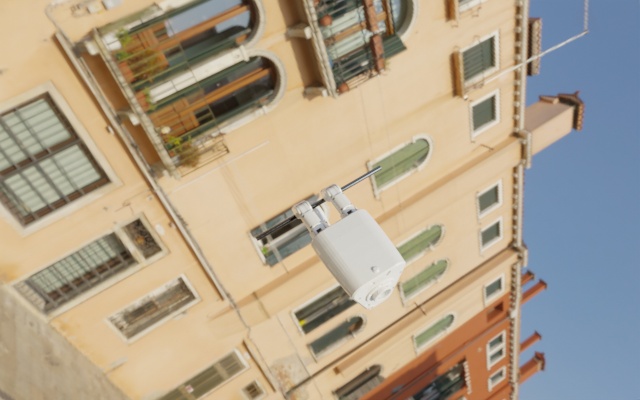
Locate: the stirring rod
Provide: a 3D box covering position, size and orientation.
[{"bbox_3d":[0.000,0.003,0.783,0.239,0.011,0.011,-30,7,-13],"label":"stirring rod"}]
